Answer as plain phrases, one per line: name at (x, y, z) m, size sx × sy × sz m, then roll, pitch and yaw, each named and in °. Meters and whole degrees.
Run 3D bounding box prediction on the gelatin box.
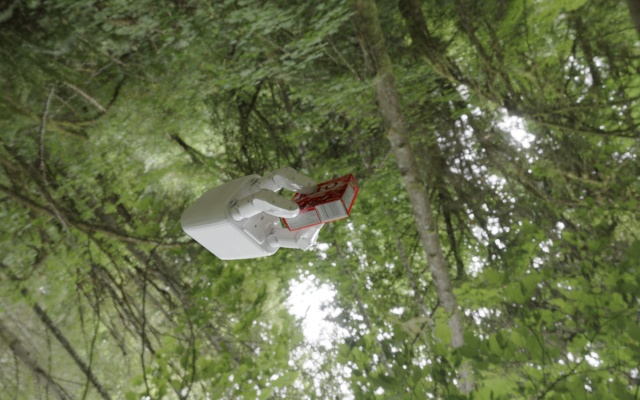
gelatin box at (0.001, 0.002, 0.632) m, size 0.089 × 0.030 × 0.073 m, roll -16°, pitch 23°, yaw 24°
